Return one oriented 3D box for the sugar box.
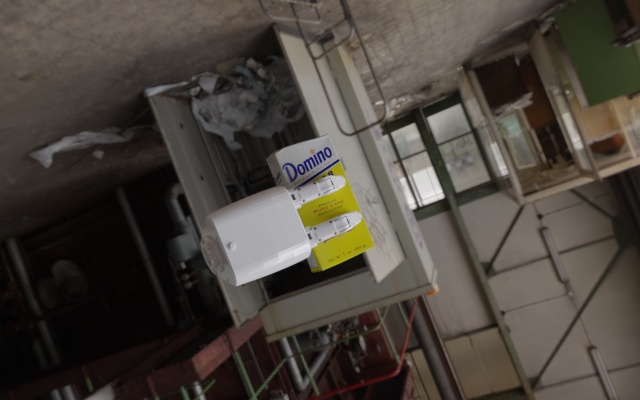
[{"bbox_3d":[0.000,0.002,0.677,0.093,0.176,0.048,-22,0,-25],"label":"sugar box"}]
